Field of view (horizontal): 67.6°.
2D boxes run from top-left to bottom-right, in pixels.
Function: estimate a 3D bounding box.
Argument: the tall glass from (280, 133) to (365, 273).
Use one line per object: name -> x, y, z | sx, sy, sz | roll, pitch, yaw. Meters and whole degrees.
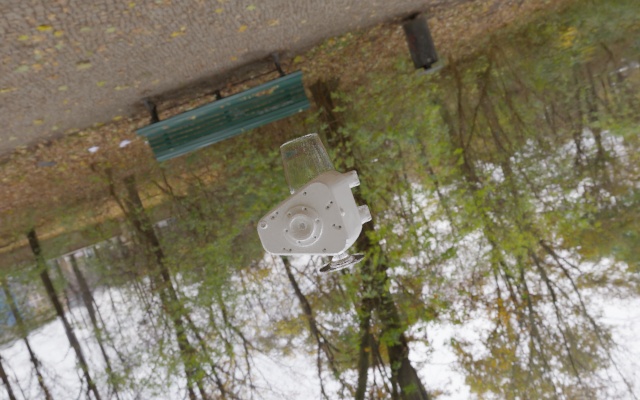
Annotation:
tall glass -> 0.000, 0.003, 0.723 | 0.079, 0.201, 0.079 | -19, 3, 1
